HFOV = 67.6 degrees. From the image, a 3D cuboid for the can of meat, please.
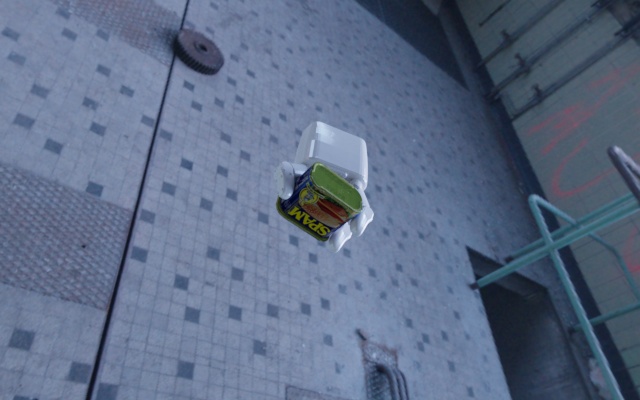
[{"bbox_3d":[0.000,0.002,0.707,0.102,0.057,0.084,35,-52,-20],"label":"can of meat"}]
